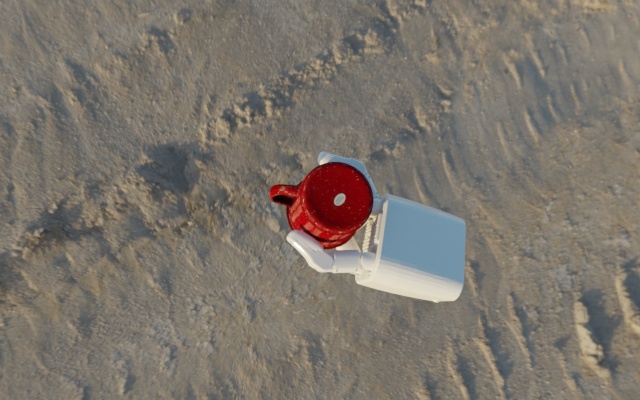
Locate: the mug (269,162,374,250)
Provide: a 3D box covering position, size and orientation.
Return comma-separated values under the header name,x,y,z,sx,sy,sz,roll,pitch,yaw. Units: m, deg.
name,x,y,z,sx,sy,sz,roll,pitch,yaw
mug,-0.001,0.001,0.542,0.117,0.093,0.081,16,-15,-7
